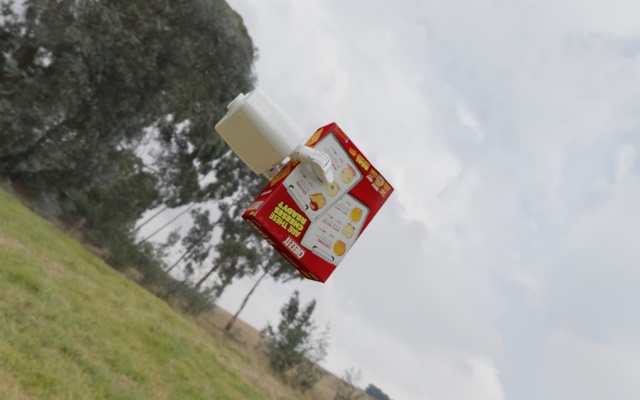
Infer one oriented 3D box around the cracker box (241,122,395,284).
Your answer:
[{"bbox_3d":[0.000,0.002,0.797,0.164,0.213,0.072,46,-22,-17],"label":"cracker box"}]
